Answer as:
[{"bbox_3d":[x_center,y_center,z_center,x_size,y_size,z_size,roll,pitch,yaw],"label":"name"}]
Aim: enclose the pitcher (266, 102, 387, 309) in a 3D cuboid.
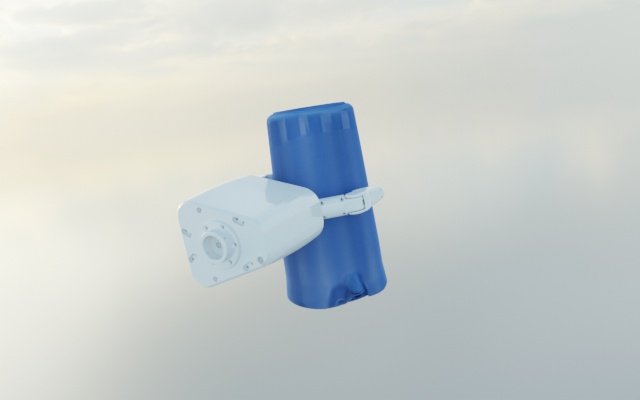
[{"bbox_3d":[0.000,0.002,0.615,0.149,0.243,0.145,-2,14,28],"label":"pitcher"}]
